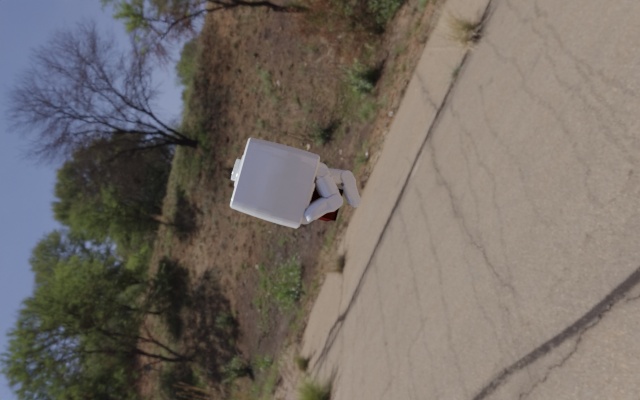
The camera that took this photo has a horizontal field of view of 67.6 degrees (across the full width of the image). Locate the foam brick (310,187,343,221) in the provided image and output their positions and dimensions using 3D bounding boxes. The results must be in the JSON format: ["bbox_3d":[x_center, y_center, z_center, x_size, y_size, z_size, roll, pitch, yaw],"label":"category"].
[{"bbox_3d":[0.000,0.003,0.775,0.051,0.053,0.078,15,-6,-8],"label":"foam brick"}]
